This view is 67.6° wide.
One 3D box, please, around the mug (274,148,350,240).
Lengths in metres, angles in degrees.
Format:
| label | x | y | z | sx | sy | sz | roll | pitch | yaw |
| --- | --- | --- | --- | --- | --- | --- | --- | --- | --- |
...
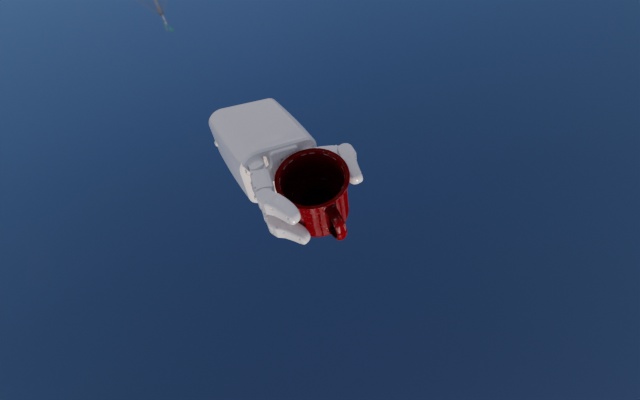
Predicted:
| label | x | y | z | sx | sy | sz | roll | pitch | yaw |
| --- | --- | --- | --- | --- | --- | --- | --- | --- | --- |
| mug | 0.001 | 0.003 | 0.606 | 0.093 | 0.117 | 0.082 | -30 | -32 | -12 |
